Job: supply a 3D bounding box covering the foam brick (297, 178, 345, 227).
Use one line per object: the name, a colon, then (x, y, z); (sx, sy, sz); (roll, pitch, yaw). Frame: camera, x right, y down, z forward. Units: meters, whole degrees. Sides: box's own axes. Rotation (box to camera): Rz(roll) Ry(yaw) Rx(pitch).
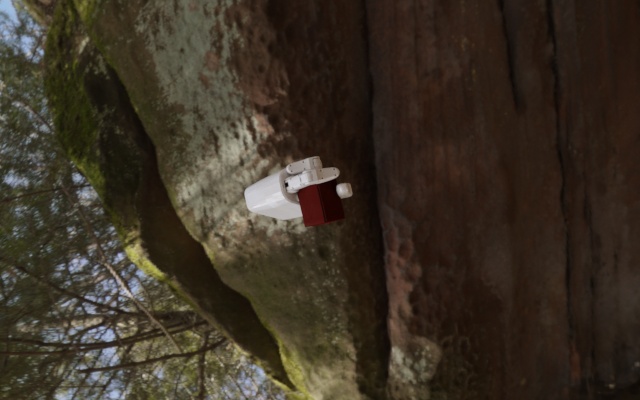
foam brick: (0.000, 0.003, 0.820); (0.051, 0.078, 0.053); (-18, -8, 41)
